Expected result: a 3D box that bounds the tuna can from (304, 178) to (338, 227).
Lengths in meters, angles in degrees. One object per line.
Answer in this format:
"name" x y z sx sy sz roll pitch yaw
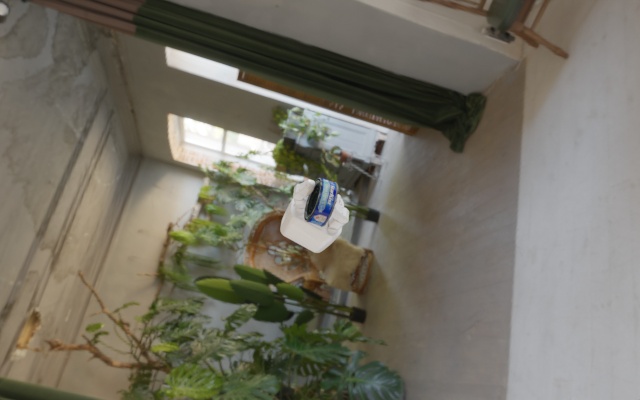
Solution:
"tuna can" 0.000 0.003 0.872 0.034 0.086 0.086 18 -5 -14
